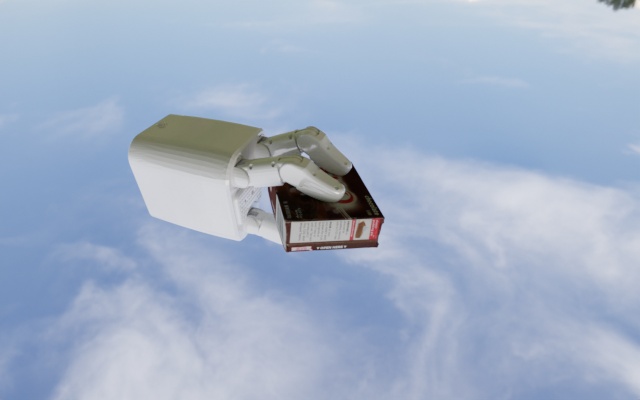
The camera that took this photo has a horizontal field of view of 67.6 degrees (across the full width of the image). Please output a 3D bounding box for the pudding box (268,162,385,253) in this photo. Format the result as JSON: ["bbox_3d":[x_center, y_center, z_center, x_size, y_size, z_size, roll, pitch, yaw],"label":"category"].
[{"bbox_3d":[0.000,0.002,0.458,0.090,0.039,0.113,-3,34,-13],"label":"pudding box"}]
